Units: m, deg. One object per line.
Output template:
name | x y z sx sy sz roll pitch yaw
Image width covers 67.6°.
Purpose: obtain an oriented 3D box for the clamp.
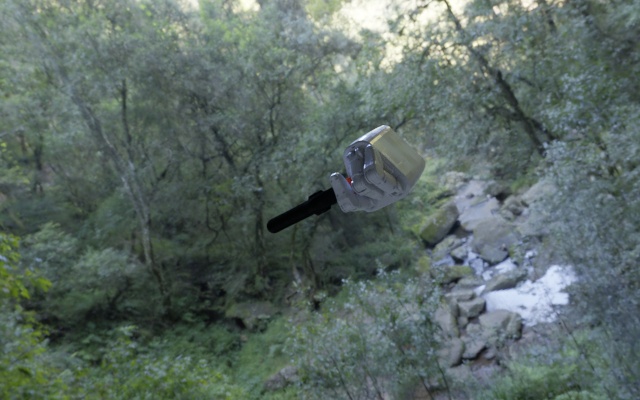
clamp | 0.000 0.002 0.792 0.171 0.039 0.120 -24 8 35
